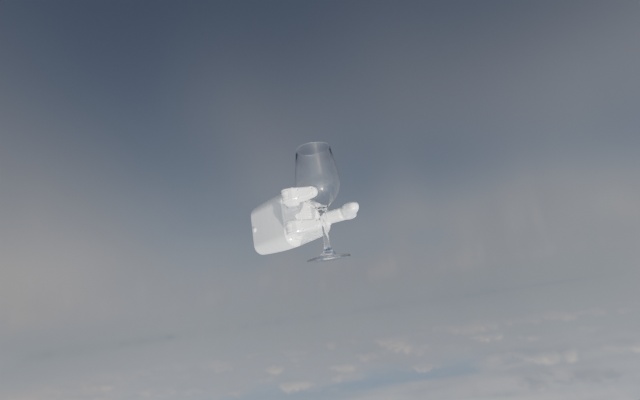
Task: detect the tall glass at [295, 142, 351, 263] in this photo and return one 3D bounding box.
[{"bbox_3d":[0.000,0.003,0.826,0.079,0.201,0.079,-8,-13,-2],"label":"tall glass"}]
